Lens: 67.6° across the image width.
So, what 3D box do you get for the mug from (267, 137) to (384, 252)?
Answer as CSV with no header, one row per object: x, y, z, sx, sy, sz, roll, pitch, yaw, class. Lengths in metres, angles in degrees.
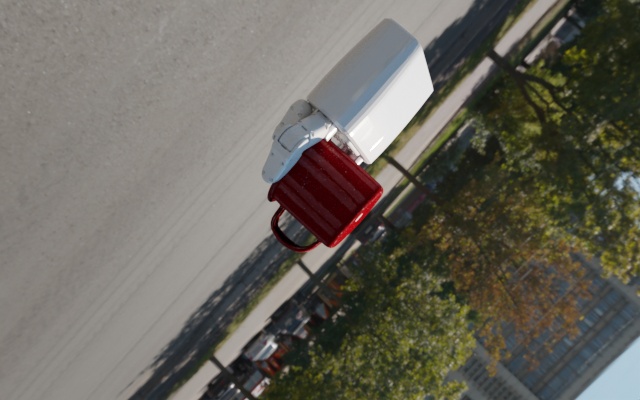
-0.001,0.003,0.477,0.081,0.117,0.093,43,6,9,mug
